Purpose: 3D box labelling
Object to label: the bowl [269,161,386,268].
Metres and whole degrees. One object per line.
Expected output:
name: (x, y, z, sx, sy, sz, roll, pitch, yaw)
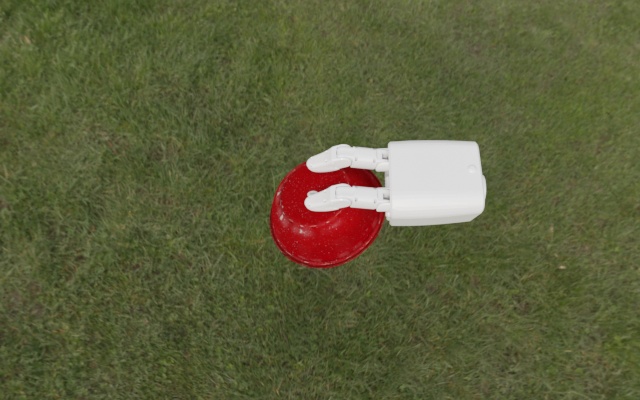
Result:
bowl: (-0.001, 0.002, 0.614, 0.162, 0.162, 0.055, 0, -26, 19)
